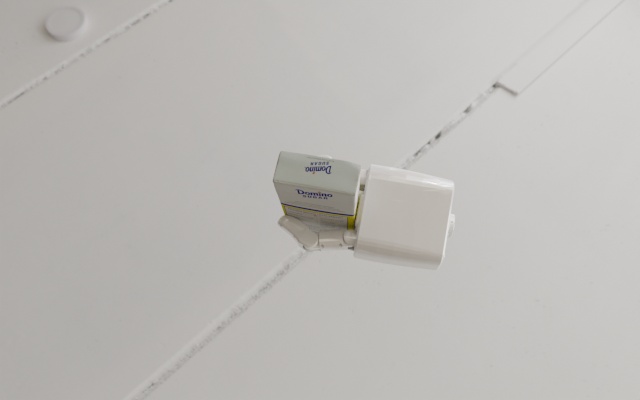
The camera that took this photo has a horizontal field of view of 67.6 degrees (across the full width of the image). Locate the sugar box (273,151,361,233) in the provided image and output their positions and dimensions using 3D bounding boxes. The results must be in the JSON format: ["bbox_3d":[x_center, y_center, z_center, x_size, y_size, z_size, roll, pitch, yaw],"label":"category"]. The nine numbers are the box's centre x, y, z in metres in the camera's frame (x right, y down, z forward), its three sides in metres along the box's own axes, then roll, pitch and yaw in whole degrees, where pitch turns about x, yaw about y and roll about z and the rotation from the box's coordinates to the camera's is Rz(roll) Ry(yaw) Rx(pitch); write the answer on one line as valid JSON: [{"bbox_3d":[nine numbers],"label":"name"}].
[{"bbox_3d":[0.000,0.001,0.590,0.093,0.048,0.176,10,-23,6],"label":"sugar box"}]
